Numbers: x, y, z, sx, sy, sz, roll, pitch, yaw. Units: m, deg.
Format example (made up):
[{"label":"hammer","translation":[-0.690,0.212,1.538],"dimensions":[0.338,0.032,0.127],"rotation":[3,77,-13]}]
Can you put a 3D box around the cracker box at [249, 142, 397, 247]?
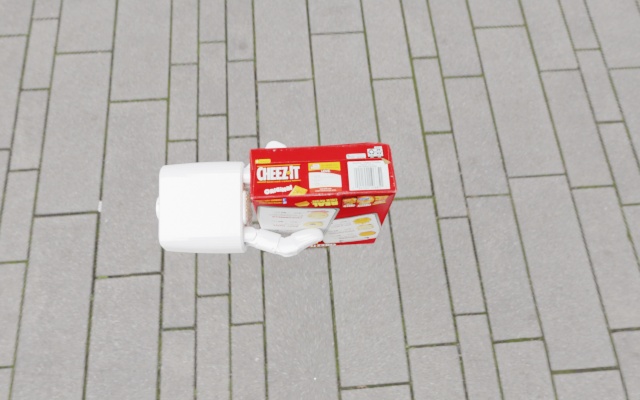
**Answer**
[{"label":"cracker box","translation":[0.000,0.002,0.629],"dimensions":[0.164,0.072,0.214],"rotation":[-3,-20,-2]}]
